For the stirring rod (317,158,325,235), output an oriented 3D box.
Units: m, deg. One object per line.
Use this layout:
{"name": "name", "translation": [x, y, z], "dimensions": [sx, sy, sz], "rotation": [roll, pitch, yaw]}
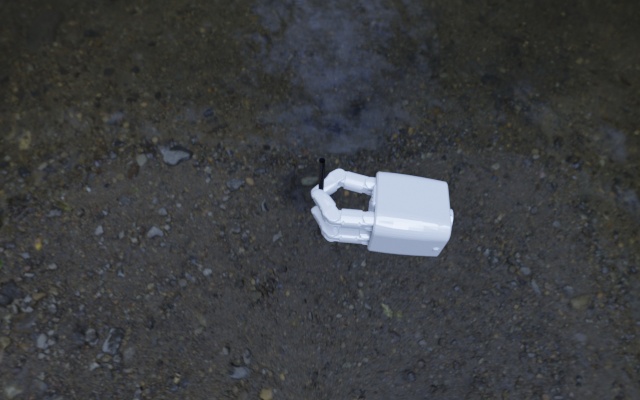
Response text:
{"name": "stirring rod", "translation": [0.000, 0.002, 0.720], "dimensions": [0.011, 0.011, 0.240], "rotation": [0, -27, -1]}
